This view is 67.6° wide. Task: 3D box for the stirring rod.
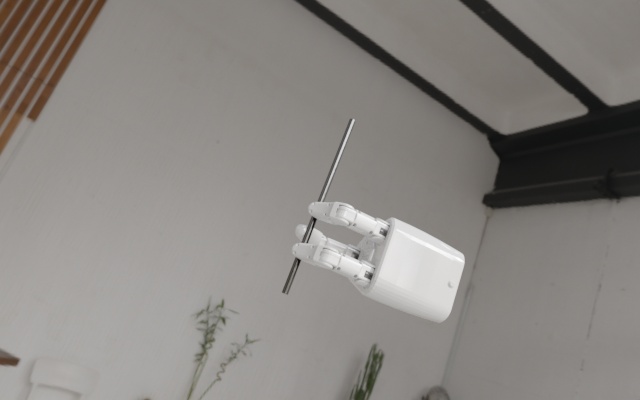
[{"bbox_3d":[0.000,0.002,0.596,0.011,0.239,0.011,20,-16,6],"label":"stirring rod"}]
